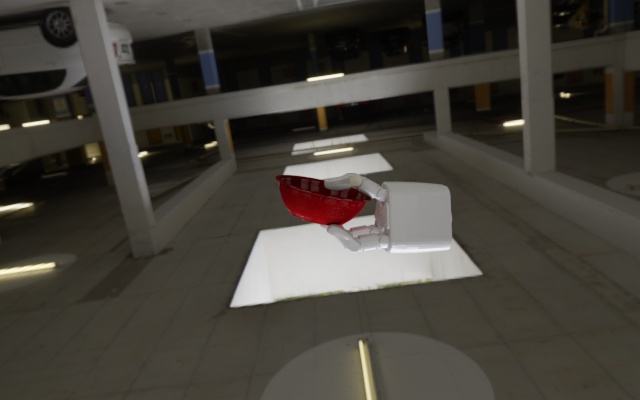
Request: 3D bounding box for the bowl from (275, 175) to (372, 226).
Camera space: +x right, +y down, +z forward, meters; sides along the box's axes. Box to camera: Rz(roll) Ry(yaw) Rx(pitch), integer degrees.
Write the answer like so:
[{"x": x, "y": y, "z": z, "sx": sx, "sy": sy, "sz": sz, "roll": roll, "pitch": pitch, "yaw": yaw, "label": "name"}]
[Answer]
[{"x": -0.001, "y": 0.003, "z": 0.784, "sx": 0.162, "sy": 0.055, "sz": 0.162, "roll": 13, "pitch": 10, "yaw": -2, "label": "bowl"}]
